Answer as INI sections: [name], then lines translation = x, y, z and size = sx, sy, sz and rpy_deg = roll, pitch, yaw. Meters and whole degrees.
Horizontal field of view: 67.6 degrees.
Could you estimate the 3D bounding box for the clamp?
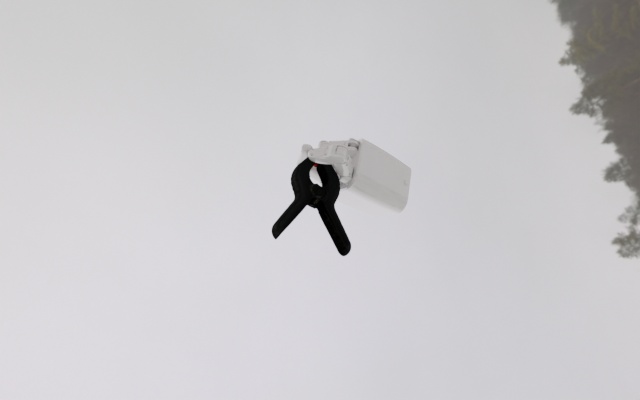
[clamp]
translation = 0.000, 0.002, 0.713
size = 0.120, 0.171, 0.039
rpy_deg = 27, -35, -20
